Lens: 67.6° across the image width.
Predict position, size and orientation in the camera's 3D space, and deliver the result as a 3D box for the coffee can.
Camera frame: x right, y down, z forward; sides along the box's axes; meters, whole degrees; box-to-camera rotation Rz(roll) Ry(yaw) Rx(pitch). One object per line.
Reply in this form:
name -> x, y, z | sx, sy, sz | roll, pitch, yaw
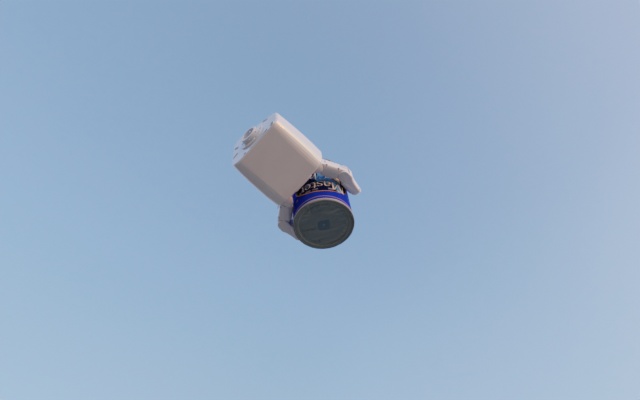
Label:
coffee can -> 0.000, 0.003, 0.848 | 0.103, 0.103, 0.140 | 0, 34, -6
